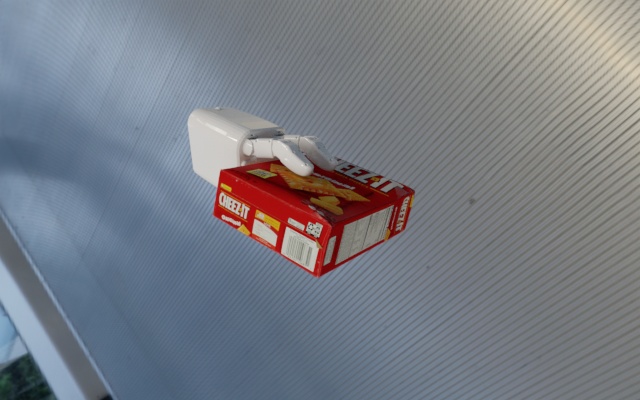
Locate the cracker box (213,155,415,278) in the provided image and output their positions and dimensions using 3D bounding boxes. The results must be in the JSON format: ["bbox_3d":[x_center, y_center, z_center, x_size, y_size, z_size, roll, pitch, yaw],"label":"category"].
[{"bbox_3d":[0.000,0.002,0.608,0.164,0.072,0.213,26,25,28],"label":"cracker box"}]
